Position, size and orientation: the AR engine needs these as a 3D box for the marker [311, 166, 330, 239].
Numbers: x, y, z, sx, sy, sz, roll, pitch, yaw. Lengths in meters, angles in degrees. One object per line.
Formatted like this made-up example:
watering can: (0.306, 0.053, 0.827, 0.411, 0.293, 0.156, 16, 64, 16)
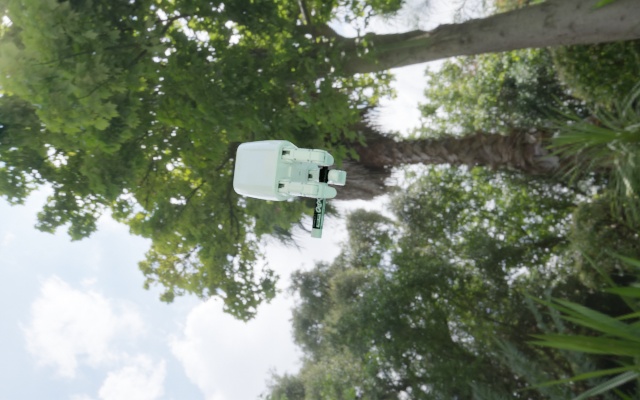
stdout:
marker: (0.000, 0.003, 0.797, 0.020, 0.121, 0.020, 7, -2, 0)
